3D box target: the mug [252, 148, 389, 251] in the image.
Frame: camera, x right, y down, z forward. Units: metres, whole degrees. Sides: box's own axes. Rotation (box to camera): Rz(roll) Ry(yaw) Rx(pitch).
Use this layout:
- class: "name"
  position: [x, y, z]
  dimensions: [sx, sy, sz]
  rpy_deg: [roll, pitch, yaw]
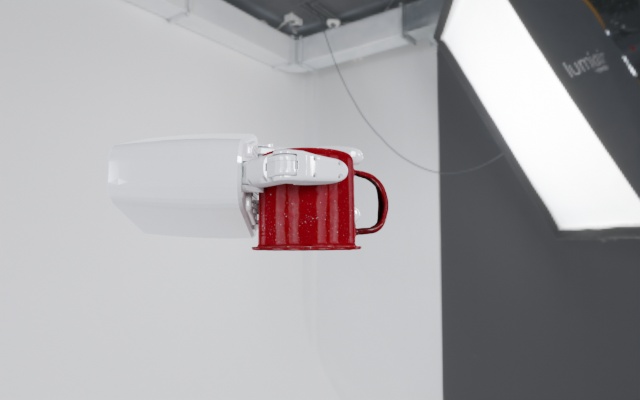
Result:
- class: "mug"
  position: [0.002, 0.001, 0.409]
  dimensions: [0.117, 0.081, 0.093]
  rpy_deg: [0, -5, -1]
